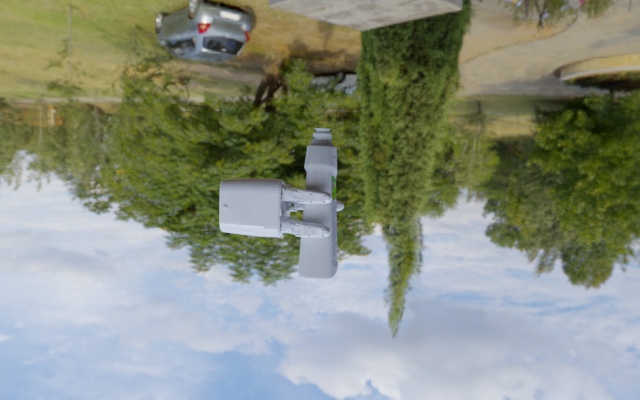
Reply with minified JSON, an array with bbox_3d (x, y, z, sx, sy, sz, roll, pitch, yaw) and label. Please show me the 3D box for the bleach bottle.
[{"bbox_3d":[0.000,0.003,0.824,0.068,0.251,0.102,3,7,6],"label":"bleach bottle"}]
